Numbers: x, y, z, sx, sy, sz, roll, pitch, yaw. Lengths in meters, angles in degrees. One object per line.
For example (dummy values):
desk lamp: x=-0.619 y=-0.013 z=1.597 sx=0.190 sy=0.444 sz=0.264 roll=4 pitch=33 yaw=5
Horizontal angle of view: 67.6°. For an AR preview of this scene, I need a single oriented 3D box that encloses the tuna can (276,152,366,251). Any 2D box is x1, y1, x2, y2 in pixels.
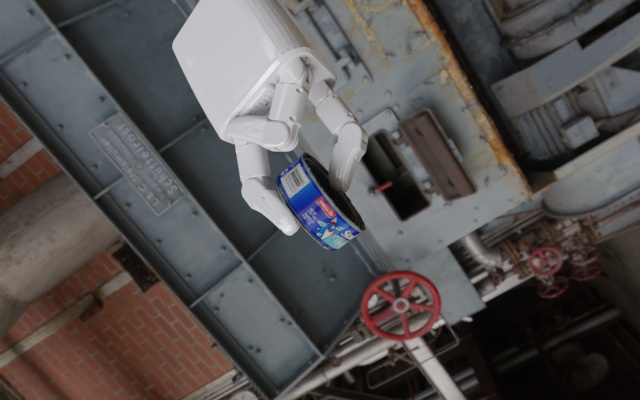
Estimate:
tuna can: x=0.000 y=0.002 z=0.418 sx=0.034 sy=0.086 sz=0.086 roll=-38 pitch=-9 yaw=11
